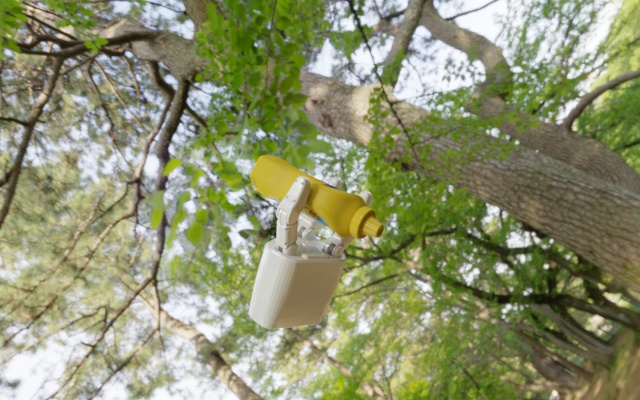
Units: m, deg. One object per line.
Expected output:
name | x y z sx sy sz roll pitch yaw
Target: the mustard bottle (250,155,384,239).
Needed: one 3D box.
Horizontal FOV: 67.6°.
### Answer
mustard bottle | 0.000 0.002 0.636 0.191 0.058 0.096 27 -7 31
